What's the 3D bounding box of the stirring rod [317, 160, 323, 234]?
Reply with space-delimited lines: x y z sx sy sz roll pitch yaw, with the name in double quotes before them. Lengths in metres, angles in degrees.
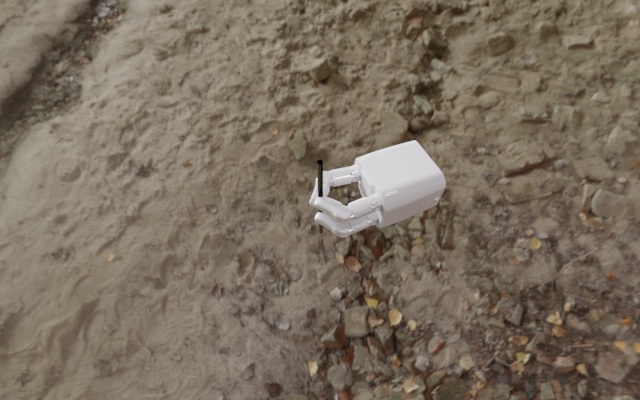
"stirring rod" 0.000 0.002 0.733 0.011 0.011 0.240 0 -26 0
